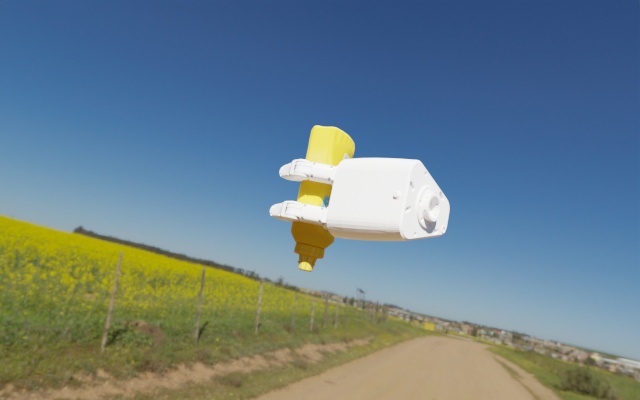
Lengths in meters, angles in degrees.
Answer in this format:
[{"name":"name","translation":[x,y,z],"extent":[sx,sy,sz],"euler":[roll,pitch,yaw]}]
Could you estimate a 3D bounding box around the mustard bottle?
[{"name":"mustard bottle","translation":[0.000,0.002,0.657],"extent":[0.058,0.191,0.096],"euler":[8,-11,18]}]
